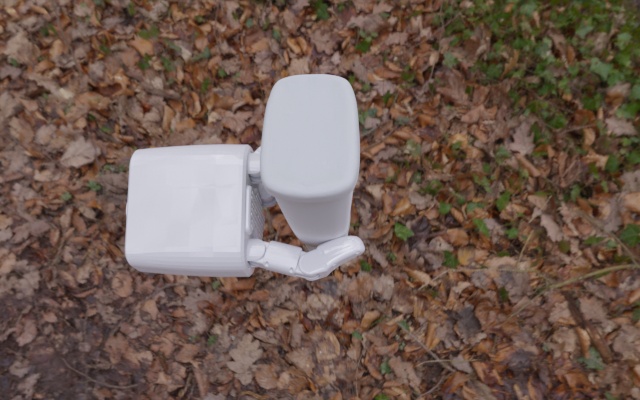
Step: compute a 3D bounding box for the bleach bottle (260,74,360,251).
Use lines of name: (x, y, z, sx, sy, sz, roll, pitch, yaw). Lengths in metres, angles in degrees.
bleach bottle: (0.000, 0.001, 0.437, 0.068, 0.102, 0.251, 0, -24, 4)
